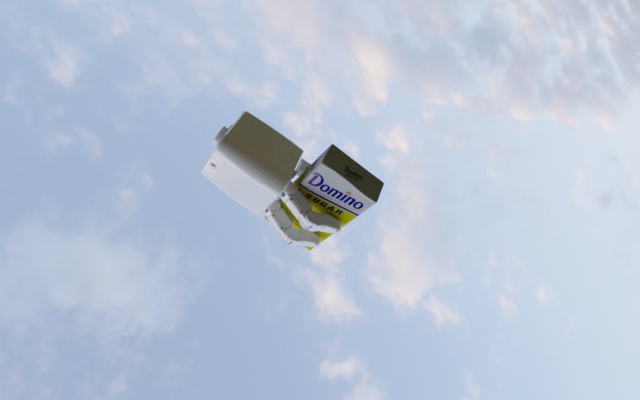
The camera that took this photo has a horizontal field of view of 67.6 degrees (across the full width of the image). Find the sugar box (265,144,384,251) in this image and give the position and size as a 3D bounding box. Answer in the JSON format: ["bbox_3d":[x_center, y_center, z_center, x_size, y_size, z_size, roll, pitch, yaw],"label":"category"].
[{"bbox_3d":[0.000,0.003,0.684,0.093,0.048,0.176,36,-38,-11],"label":"sugar box"}]
